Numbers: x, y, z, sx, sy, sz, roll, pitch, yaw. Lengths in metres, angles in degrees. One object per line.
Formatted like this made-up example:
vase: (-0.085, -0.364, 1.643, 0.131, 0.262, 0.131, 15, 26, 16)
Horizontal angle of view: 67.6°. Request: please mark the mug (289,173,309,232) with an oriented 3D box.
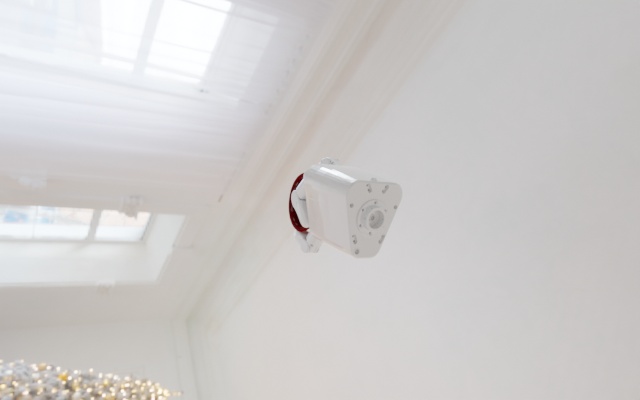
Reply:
mug: (0.000, 0.002, 0.773, 0.081, 0.093, 0.117, 5, 13, -31)
